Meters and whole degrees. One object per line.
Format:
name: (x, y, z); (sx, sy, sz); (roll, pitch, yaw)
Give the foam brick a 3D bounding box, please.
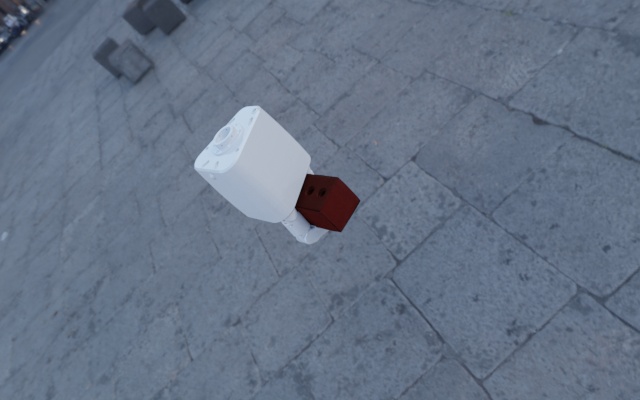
foam brick: (0.000, 0.002, 0.624); (0.078, 0.053, 0.051); (9, -29, 47)
